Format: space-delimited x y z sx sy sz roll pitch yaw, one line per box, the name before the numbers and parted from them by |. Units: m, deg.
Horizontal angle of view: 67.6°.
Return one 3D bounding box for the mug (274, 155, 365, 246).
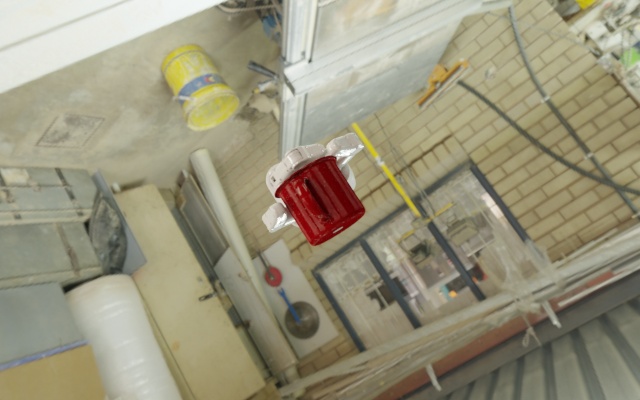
mug | 0.000 0.002 0.583 0.093 0.081 0.117 -34 -11 7
